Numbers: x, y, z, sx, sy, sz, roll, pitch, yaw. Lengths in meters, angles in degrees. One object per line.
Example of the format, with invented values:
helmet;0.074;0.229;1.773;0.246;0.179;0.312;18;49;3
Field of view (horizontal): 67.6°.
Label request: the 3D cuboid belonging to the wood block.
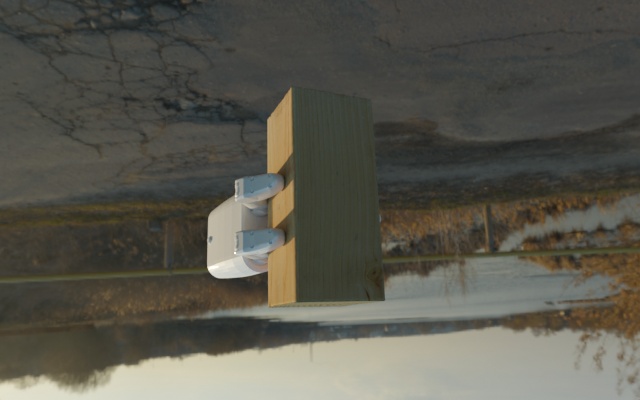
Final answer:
wood block;0.000;0.002;0.490;0.091;0.206;0.090;4;-16;-23
